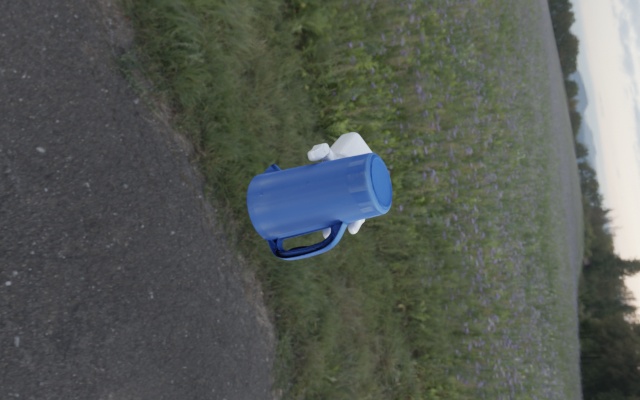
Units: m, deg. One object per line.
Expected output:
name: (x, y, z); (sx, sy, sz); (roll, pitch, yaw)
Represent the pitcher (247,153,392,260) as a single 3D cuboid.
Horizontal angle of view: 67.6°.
pitcher: (0.000, 0.003, 0.858); (0.243, 0.149, 0.145); (-12, 25, 28)
